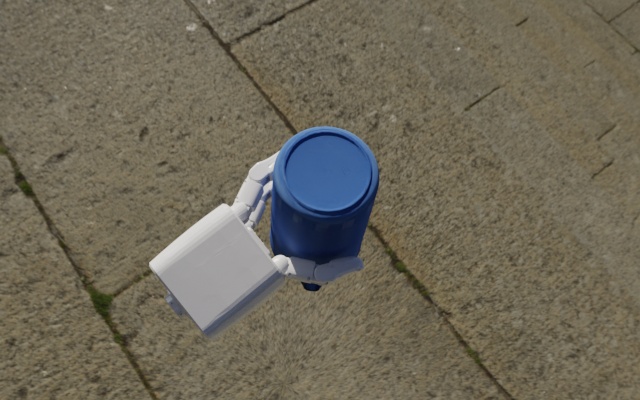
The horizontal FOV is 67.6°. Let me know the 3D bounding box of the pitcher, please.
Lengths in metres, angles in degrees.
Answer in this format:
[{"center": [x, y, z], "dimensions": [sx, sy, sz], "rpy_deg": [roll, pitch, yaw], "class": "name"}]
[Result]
[{"center": [0.000, 0.002, 0.588], "dimensions": [0.145, 0.149, 0.243], "rpy_deg": [-36, -14, -15], "class": "pitcher"}]
